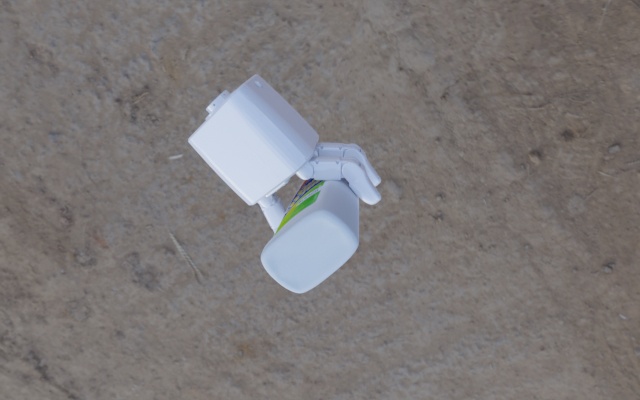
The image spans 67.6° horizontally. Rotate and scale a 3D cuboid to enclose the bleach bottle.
[{"bbox_3d":[0.000,0.002,0.583,0.102,0.068,0.250,-40,15,19],"label":"bleach bottle"}]
